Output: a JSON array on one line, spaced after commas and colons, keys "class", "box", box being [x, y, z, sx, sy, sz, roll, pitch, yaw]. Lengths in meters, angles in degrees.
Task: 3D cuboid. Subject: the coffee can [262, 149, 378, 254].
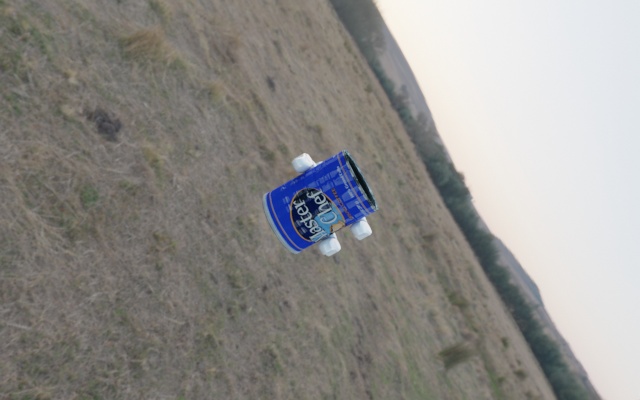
[{"class": "coffee can", "box": [0.000, 0.002, 0.708, 0.140, 0.103, 0.103, -29, -7, 12]}]
